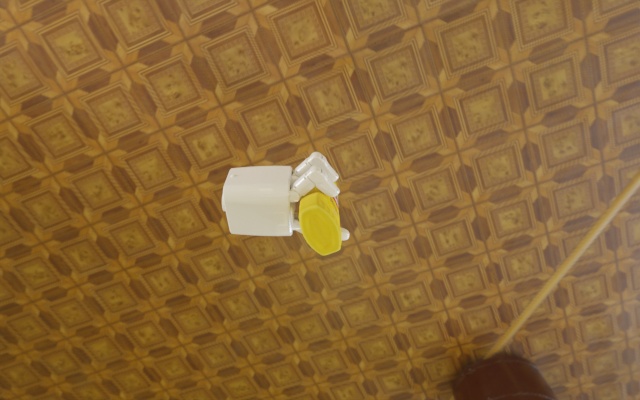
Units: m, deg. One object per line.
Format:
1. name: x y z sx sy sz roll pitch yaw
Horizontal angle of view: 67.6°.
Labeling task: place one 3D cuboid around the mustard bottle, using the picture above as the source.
1. mustard bottle: 0.000 0.003 0.818 0.058 0.096 0.191 -22 27 12
